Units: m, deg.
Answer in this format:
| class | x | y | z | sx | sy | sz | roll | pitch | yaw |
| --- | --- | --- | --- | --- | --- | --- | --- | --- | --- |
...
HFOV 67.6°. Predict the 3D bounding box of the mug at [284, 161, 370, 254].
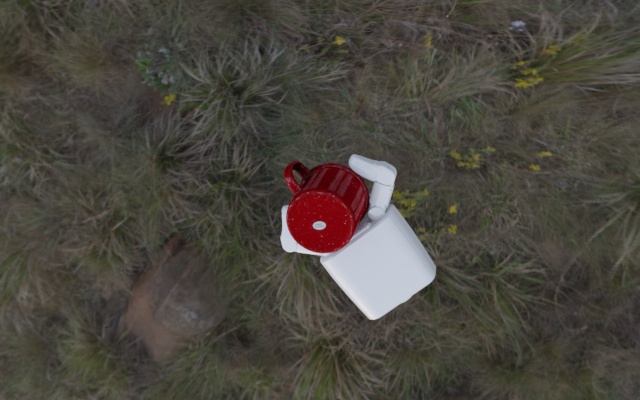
| class | x | y | z | sx | sy | sz | roll | pitch | yaw |
| --- | --- | --- | --- | --- | --- | --- | --- | --- | --- |
| mug | -0.001 | 0.001 | 0.569 | 0.093 | 0.117 | 0.081 | -35 | 10 | 24 |
